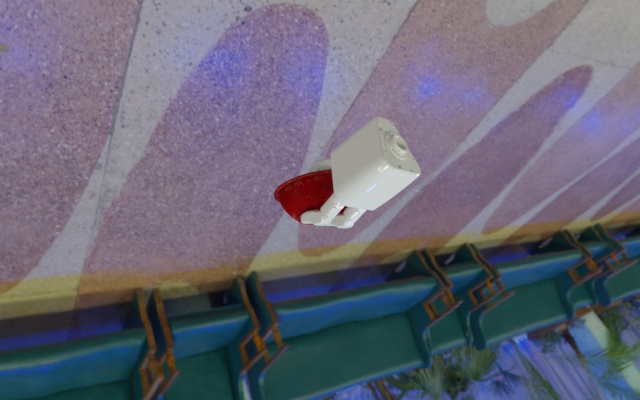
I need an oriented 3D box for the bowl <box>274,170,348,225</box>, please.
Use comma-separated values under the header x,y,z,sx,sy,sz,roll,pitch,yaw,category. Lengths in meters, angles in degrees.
x,y,z,sx,sy,sz,roll,pitch,yaw,category
0.000,0.004,0.852,0.162,0.055,0.162,-9,-19,-3,bowl
